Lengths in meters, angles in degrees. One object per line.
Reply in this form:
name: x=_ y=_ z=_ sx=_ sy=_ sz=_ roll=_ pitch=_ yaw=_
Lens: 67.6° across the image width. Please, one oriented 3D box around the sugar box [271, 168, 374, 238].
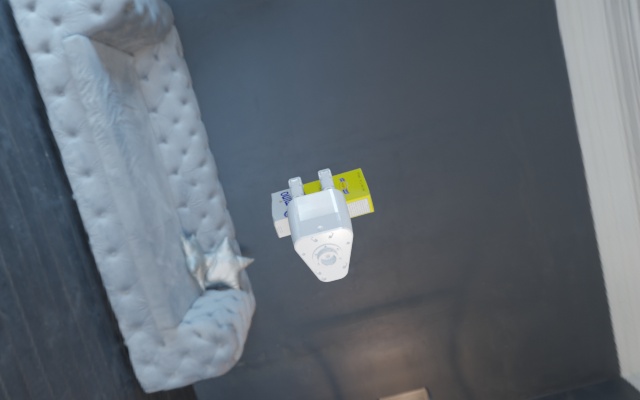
sugar box: x=0.000 y=0.002 z=0.867 sx=0.176 sy=0.048 sz=0.093 roll=-14 pitch=35 yaw=1
